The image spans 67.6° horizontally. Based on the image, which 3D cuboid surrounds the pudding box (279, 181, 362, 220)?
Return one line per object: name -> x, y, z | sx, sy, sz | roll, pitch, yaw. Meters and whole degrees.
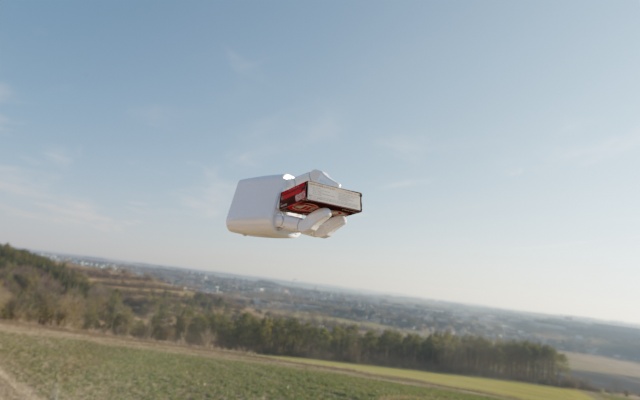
pudding box -> 0.000, 0.002, 0.805 | 0.113, 0.039, 0.090 | 10, -16, -31
